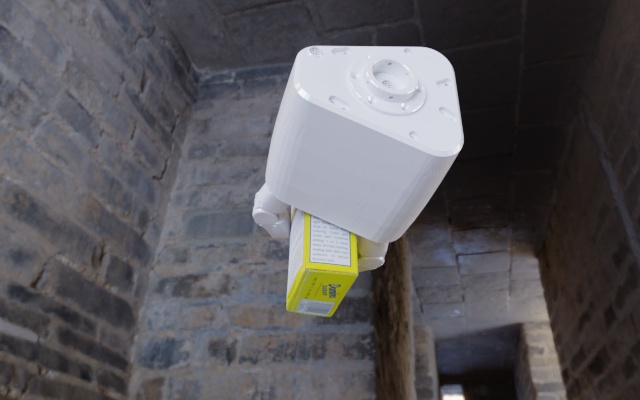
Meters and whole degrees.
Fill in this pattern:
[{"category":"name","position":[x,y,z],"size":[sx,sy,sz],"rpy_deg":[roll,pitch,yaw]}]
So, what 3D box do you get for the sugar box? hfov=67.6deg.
[{"category":"sugar box","position":[0.001,0.001,0.418],"size":[0.048,0.176,0.093],"rpy_deg":[9,-33,-9]}]
